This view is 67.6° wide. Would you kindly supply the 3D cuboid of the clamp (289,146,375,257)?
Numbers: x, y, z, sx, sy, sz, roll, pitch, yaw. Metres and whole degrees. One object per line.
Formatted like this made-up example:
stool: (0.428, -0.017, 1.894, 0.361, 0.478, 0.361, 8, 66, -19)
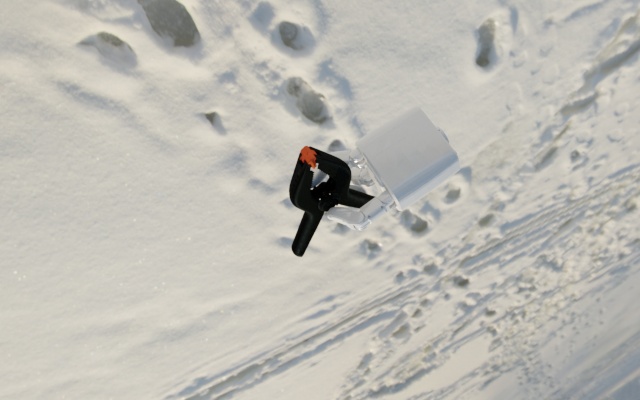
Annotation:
clamp: (0.000, 0.002, 0.696, 0.164, 0.036, 0.210, -34, -36, 1)
